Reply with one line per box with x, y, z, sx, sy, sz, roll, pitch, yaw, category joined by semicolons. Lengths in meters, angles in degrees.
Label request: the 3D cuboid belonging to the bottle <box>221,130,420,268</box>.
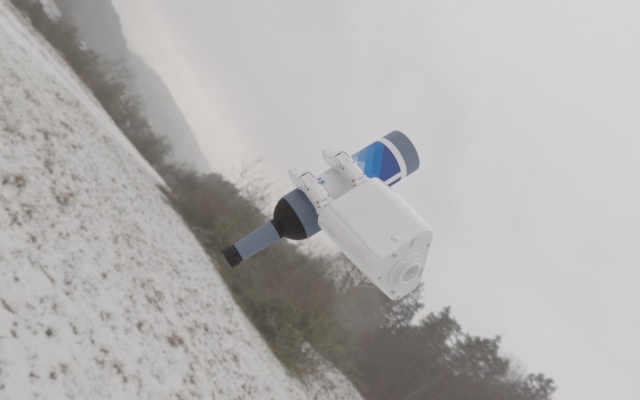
0.000;0.002;0.654;0.295;0.069;0.069;-31;8;-14;bottle
